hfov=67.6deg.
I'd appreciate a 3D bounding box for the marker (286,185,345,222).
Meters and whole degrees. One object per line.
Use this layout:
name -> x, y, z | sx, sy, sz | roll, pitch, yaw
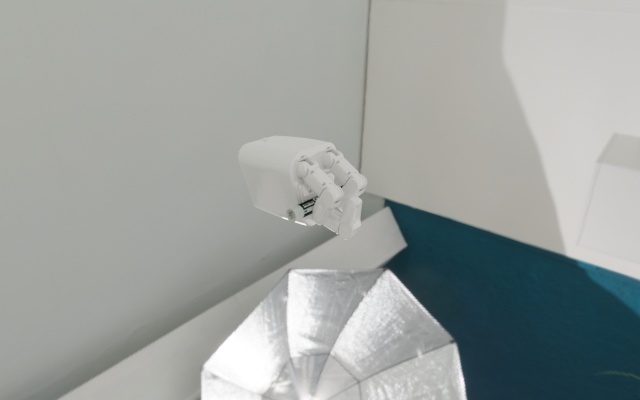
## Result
marker -> 0.000, 0.002, 0.643 | 0.020, 0.020, 0.121 | 0, 16, 40
